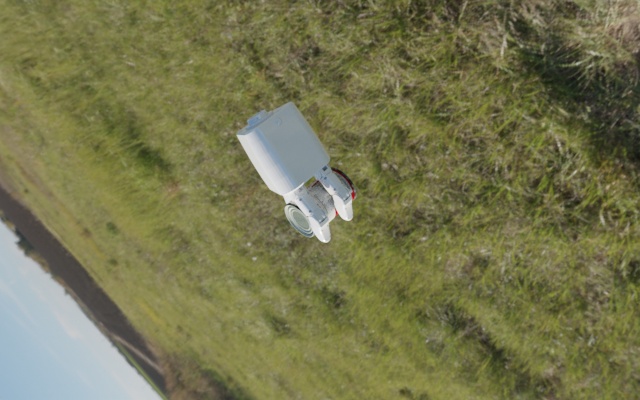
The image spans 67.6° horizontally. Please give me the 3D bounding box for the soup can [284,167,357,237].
[{"bbox_3d":[0.000,0.003,0.771,0.102,0.068,0.068,-42,22,-27],"label":"soup can"}]
